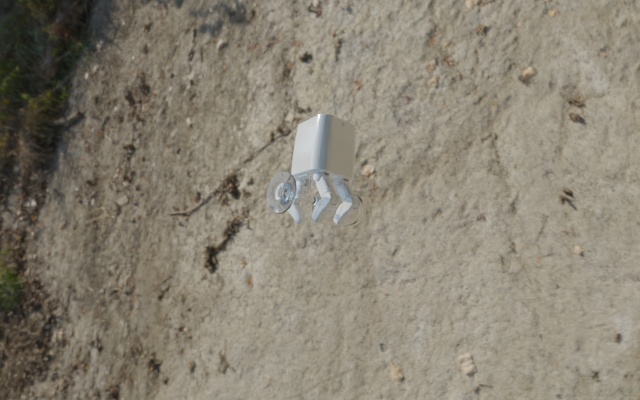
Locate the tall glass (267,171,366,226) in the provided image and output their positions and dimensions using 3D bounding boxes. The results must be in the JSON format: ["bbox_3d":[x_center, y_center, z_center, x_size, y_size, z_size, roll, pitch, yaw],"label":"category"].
[{"bbox_3d":[0.000,0.003,0.884,0.079,0.079,0.201,0,-10,44],"label":"tall glass"}]
